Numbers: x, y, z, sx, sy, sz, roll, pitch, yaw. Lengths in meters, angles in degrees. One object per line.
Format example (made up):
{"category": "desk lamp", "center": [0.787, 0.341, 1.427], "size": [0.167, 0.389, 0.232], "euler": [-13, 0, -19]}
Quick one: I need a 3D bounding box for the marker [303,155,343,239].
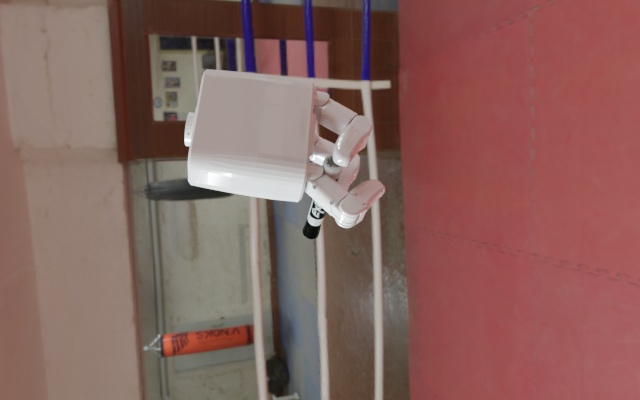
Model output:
{"category": "marker", "center": [0.000, 0.002, 0.485], "size": [0.020, 0.020, 0.121], "euler": [0, -37, -14]}
